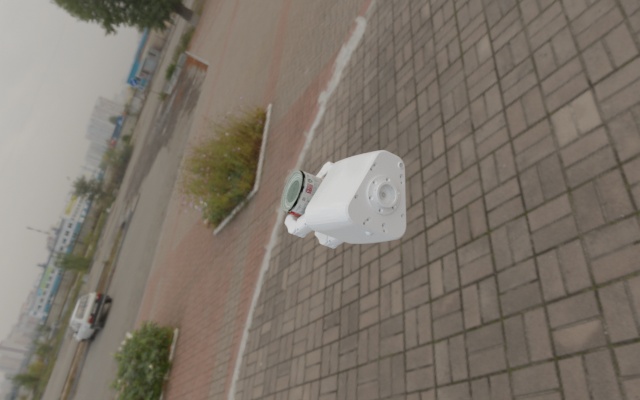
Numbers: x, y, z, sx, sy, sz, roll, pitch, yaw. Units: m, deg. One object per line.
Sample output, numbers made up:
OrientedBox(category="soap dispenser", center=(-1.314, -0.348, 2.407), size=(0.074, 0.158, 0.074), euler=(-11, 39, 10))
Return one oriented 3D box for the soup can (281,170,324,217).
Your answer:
OrientedBox(category="soup can", center=(0.000, 0.002, 0.723), size=(0.102, 0.068, 0.068), euler=(21, -9, -25))
